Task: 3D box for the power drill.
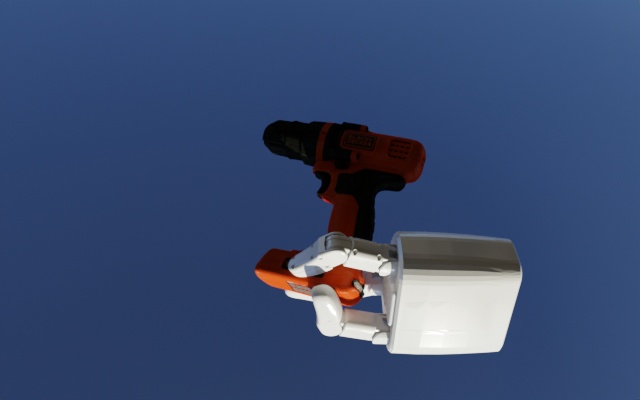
[{"bbox_3d":[0.000,0.002,0.494,0.184,0.187,0.057,12,-22,20],"label":"power drill"}]
